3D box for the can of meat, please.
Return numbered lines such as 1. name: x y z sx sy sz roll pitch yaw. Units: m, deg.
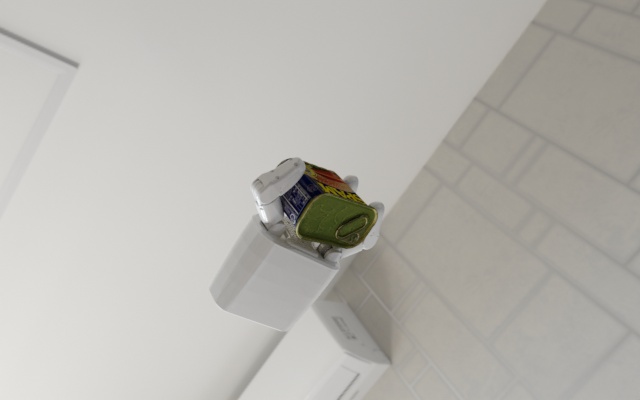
1. can of meat: 0.000 0.001 0.530 0.102 0.057 0.084 17 23 -43
